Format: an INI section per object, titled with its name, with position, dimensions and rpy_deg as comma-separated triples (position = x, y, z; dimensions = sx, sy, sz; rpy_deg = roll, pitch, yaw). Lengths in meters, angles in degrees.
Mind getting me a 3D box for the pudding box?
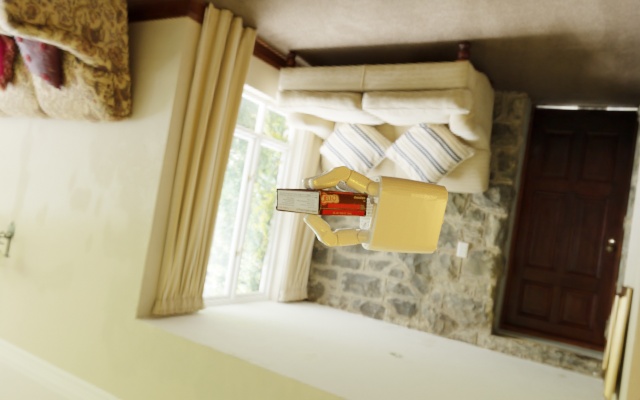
[pudding box]
position = 0.000, 0.002, 0.708
dimensions = 0.090, 0.039, 0.113
rpy_deg = 4, -2, -38
